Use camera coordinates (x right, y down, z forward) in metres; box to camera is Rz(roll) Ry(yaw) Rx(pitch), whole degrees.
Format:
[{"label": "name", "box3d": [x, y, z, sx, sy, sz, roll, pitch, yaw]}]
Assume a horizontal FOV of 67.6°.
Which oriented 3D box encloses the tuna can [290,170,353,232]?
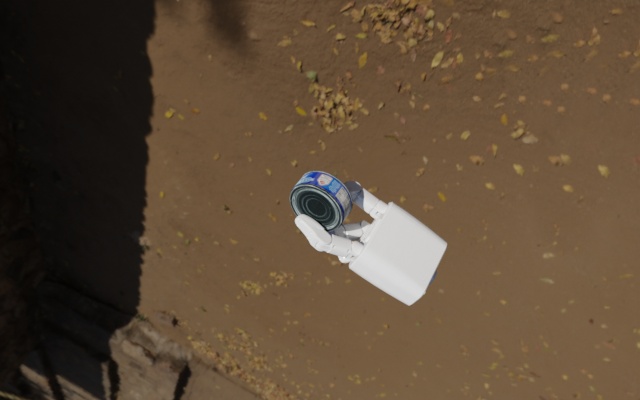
[{"label": "tuna can", "box3d": [0.000, 0.003, 0.670, 0.086, 0.086, 0.033, 0, 37, 35]}]
